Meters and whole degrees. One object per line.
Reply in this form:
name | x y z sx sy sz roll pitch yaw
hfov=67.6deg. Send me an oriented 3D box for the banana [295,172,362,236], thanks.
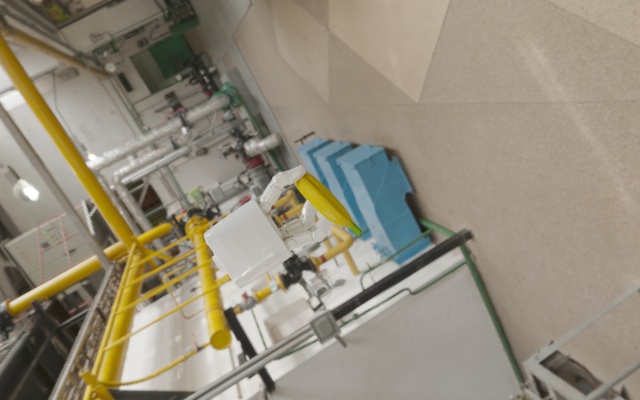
banana | -0.005 -0.007 0.811 0.037 0.070 0.197 -38 44 -6
